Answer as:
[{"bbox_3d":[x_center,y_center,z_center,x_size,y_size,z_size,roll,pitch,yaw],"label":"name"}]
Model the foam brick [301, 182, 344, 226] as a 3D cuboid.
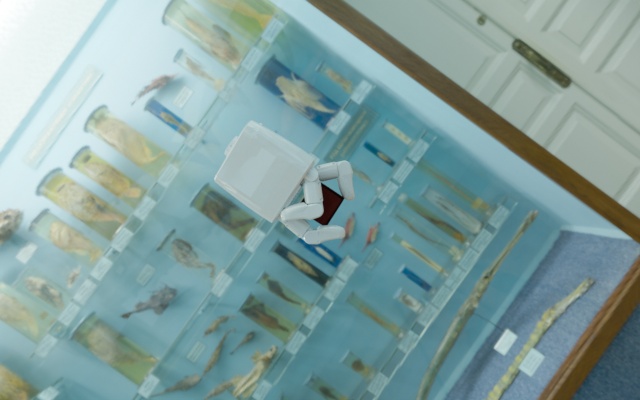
[{"bbox_3d":[0.000,0.003,0.729,0.051,0.053,0.078,33,2,-2],"label":"foam brick"}]
